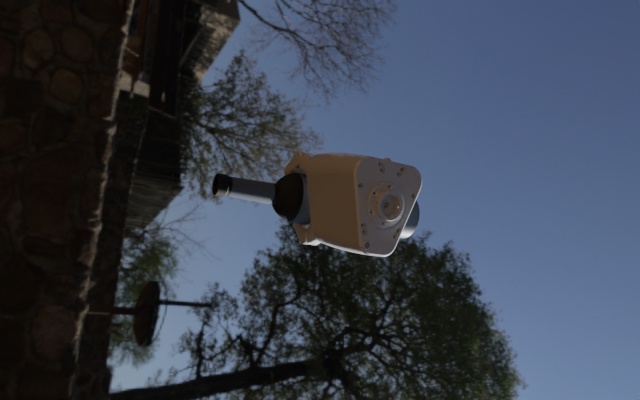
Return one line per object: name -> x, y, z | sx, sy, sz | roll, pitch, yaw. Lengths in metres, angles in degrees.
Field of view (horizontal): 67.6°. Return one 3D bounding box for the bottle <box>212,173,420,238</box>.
bottle -> 0.000, 0.002, 0.649 | 0.296, 0.069, 0.069 | 10, -5, -29
